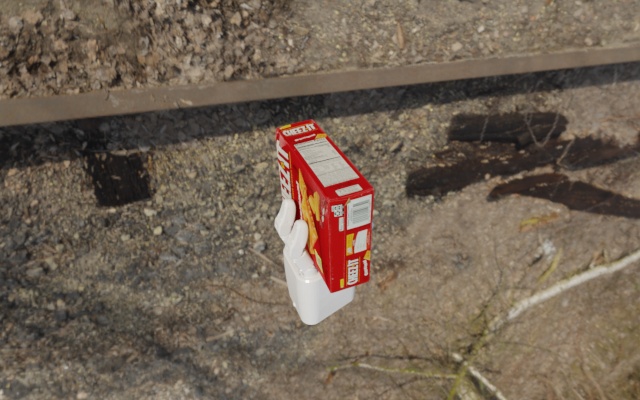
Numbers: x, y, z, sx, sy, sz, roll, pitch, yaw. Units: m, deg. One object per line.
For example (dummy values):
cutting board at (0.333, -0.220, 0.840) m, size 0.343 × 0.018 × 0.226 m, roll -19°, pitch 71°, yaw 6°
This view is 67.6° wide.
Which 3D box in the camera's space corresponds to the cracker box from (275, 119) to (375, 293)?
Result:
cracker box at (0.000, 0.002, 0.704) m, size 0.072 × 0.164 × 0.213 m, roll -15°, pitch 38°, yaw -17°
